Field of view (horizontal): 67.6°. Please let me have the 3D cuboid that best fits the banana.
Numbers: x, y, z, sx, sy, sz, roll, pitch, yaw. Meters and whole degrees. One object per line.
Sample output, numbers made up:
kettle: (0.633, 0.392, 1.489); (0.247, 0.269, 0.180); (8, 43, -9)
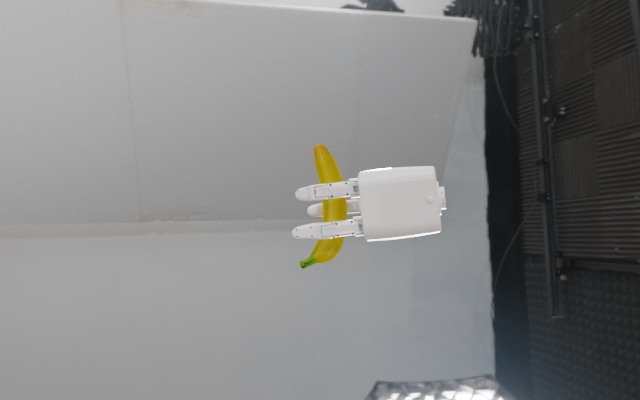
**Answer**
banana: (0.012, 0.011, 0.727); (0.037, 0.197, 0.070); (-12, -26, 40)
